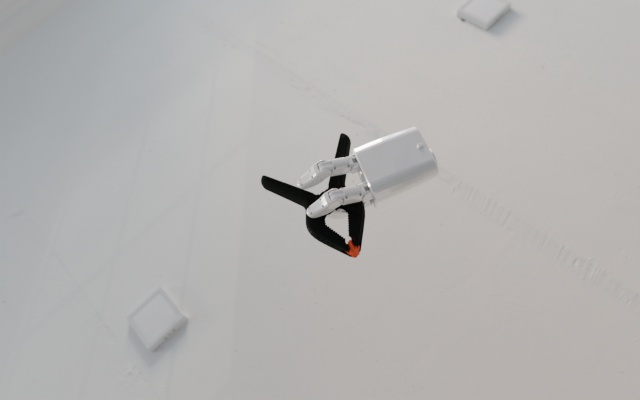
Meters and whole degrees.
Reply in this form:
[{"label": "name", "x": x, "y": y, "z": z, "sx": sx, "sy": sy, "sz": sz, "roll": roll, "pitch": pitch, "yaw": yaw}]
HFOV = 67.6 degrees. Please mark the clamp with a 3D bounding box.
[{"label": "clamp", "x": 0.001, "y": 0.003, "z": 0.754, "sx": 0.164, "sy": 0.209, "sz": 0.036, "roll": -23, "pitch": -31, "yaw": 5}]
